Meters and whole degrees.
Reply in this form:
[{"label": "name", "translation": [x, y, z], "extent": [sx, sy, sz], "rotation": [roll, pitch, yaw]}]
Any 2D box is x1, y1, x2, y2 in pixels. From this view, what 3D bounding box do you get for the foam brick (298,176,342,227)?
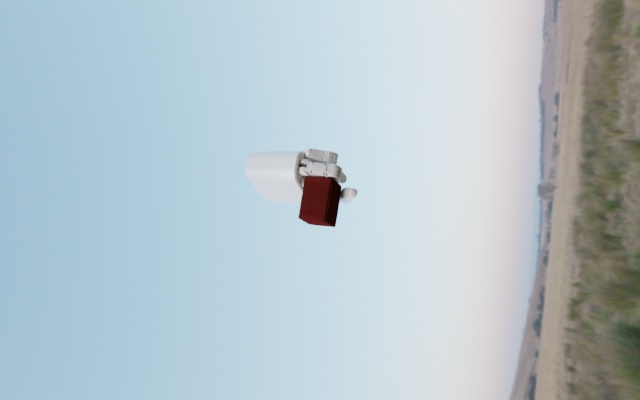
[{"label": "foam brick", "translation": [0.000, 0.003, 0.825], "extent": [0.051, 0.078, 0.053], "rotation": [4, -14, 22]}]
